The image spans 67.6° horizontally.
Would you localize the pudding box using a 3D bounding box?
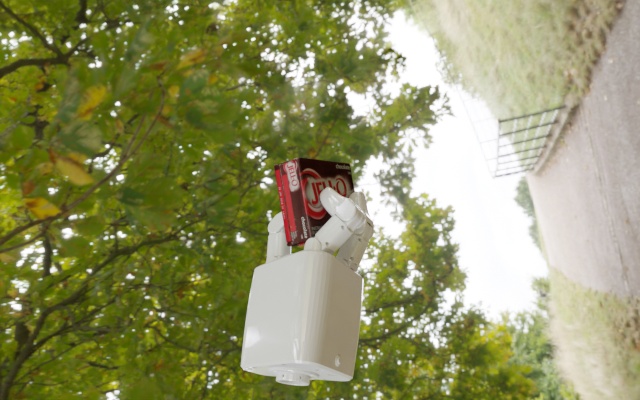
[{"bbox_3d":[0.000,0.002,0.535,0.039,0.090,0.113,-12,-6,30],"label":"pudding box"}]
